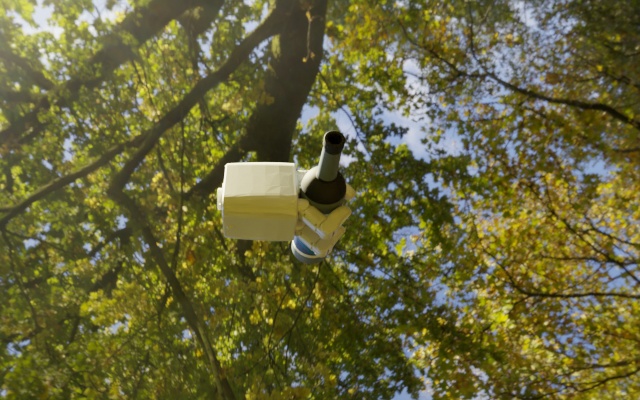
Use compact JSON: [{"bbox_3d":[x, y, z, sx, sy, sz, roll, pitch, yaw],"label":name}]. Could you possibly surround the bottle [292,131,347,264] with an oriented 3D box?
[{"bbox_3d":[0.000,0.002,0.720,0.069,0.069,0.296,0,-33,-8],"label":"bottle"}]
